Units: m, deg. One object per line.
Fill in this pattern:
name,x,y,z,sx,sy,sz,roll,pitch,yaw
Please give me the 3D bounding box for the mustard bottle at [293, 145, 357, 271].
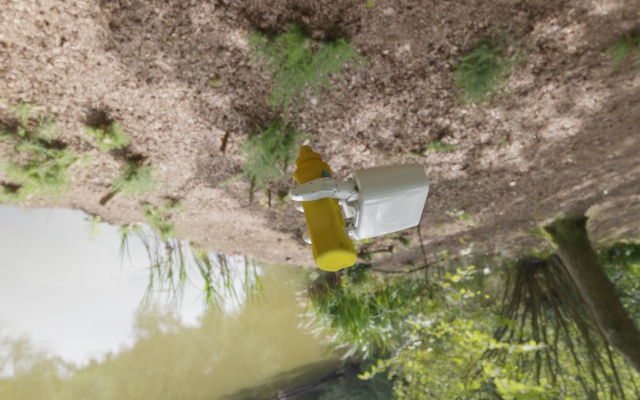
mustard bottle,0.000,0.003,0.701,0.058,0.191,0.096,-20,-24,11
